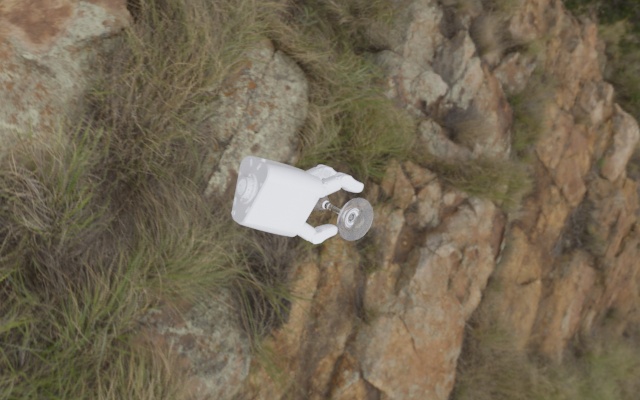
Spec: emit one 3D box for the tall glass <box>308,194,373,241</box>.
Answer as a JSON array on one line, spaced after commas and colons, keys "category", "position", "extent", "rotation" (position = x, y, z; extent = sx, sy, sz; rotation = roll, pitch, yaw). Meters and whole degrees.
[{"category": "tall glass", "position": [0.001, 0.003, 0.851], "extent": [0.079, 0.079, 0.201], "rotation": [0, 16, -37]}]
